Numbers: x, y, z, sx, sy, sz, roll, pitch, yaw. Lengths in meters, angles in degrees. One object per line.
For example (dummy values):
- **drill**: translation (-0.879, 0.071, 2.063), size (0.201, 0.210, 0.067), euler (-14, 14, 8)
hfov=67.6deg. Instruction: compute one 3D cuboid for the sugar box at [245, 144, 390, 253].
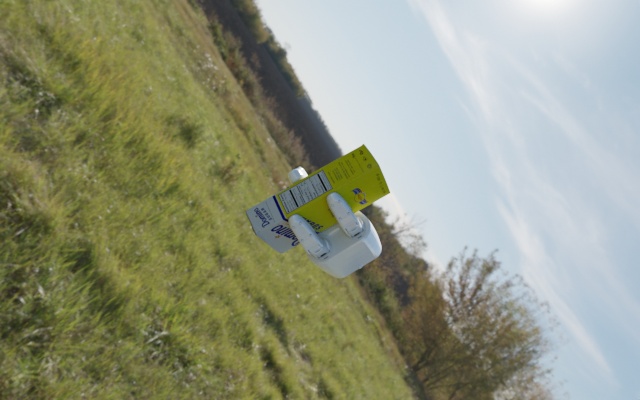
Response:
- **sugar box**: translation (0.000, 0.002, 0.629), size (0.176, 0.048, 0.093), euler (-32, -28, 4)
